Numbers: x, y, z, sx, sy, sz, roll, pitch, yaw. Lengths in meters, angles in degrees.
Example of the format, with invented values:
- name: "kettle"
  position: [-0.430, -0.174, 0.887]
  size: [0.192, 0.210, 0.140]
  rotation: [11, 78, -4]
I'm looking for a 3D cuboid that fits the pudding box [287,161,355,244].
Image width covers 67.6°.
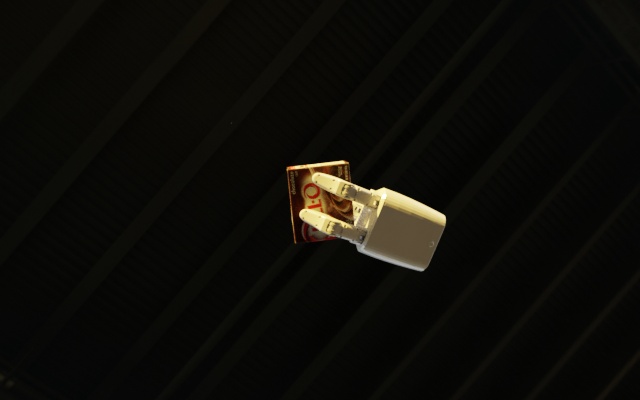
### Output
- name: "pudding box"
  position: [0.000, 0.002, 0.703]
  size: [0.090, 0.113, 0.039]
  rotation: [-7, 8, -6]
